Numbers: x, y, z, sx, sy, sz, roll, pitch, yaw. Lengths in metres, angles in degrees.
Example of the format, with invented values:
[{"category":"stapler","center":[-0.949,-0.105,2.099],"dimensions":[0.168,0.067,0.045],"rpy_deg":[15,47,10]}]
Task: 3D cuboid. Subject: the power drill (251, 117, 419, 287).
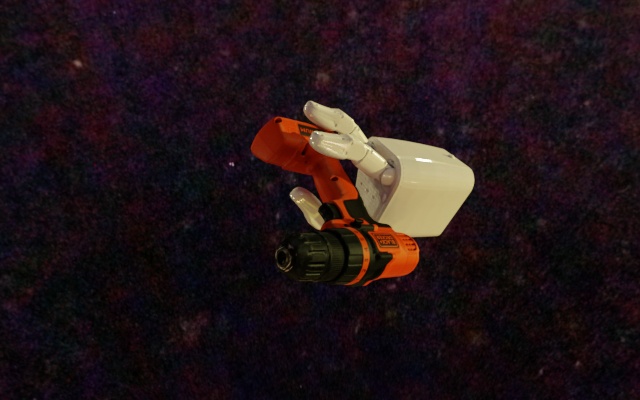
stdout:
[{"category":"power drill","center":[0.000,0.001,0.480],"dimensions":[0.184,0.187,0.057],"rpy_deg":[8,-45,-49]}]
